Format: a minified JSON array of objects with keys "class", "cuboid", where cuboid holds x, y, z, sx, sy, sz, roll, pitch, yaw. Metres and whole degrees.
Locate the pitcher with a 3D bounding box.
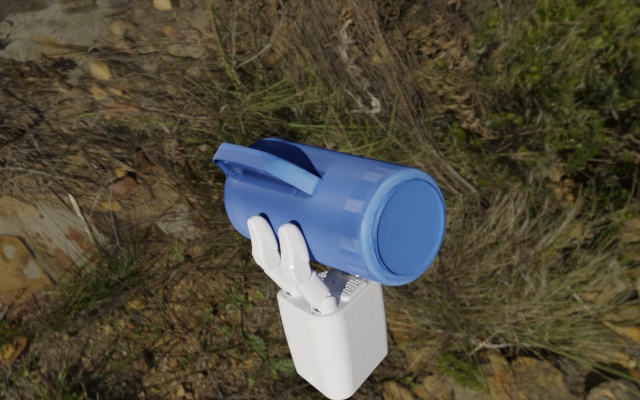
[{"class":"pitcher","cuboid":[0.000,0.002,0.505,0.149,0.145,0.243,-19,20,-33]}]
